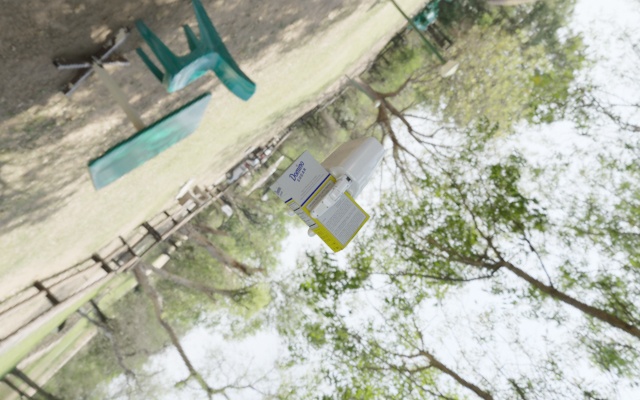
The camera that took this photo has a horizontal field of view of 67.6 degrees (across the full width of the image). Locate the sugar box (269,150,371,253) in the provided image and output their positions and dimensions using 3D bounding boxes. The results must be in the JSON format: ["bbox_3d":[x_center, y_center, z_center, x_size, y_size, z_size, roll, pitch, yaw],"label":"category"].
[{"bbox_3d":[0.000,0.003,0.878,0.093,0.176,0.048,-48,7,-29],"label":"sugar box"}]
